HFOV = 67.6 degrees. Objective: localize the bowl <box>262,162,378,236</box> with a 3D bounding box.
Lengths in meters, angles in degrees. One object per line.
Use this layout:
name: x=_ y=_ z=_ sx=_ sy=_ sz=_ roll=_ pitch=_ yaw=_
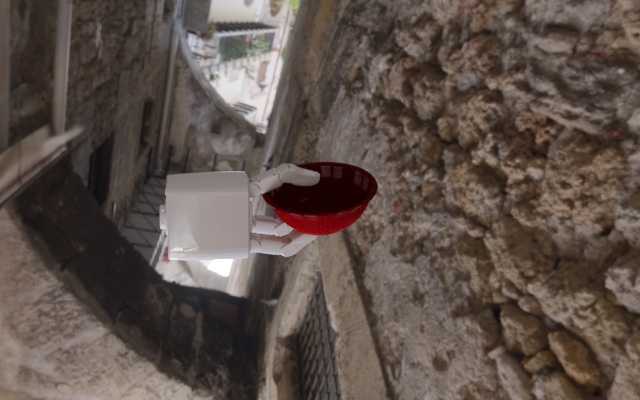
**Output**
bowl: x=0.001 y=0.003 z=0.676 sx=0.162 sy=0.055 sz=0.162 roll=-3 pitch=29 yaw=2
